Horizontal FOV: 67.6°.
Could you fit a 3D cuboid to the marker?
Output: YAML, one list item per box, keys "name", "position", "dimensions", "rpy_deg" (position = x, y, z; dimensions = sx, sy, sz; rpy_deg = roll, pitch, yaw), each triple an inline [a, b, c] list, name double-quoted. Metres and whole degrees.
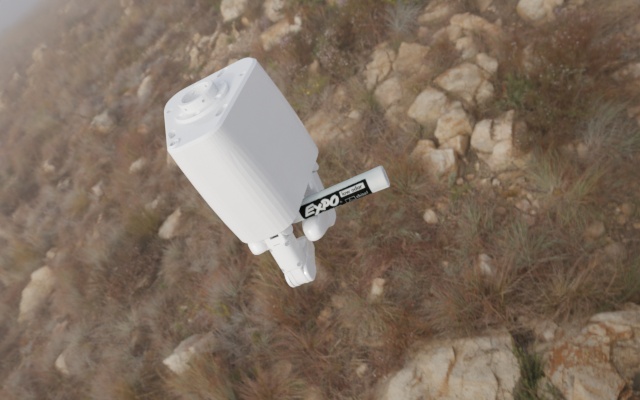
- name: "marker"
  position: [0.000, 0.001, 0.410]
  dimensions: [0.121, 0.020, 0.020]
  rpy_deg: [-22, -6, 16]
